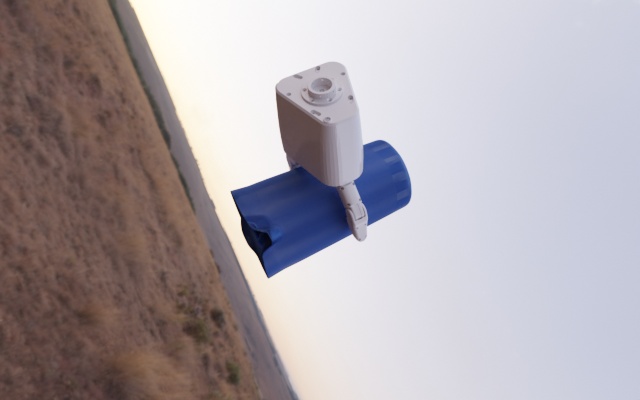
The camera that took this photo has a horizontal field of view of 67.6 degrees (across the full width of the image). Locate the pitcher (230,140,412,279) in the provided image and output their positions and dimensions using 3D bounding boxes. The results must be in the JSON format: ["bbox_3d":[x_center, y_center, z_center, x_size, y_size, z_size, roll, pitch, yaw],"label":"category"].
[{"bbox_3d":[0.000,0.002,0.696,0.243,0.149,0.145,-23,-37,-12],"label":"pitcher"}]
